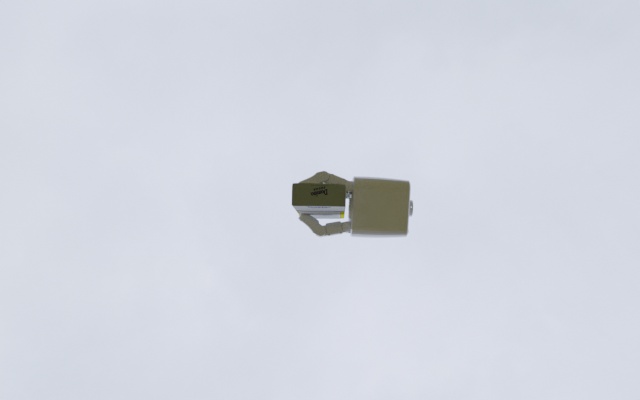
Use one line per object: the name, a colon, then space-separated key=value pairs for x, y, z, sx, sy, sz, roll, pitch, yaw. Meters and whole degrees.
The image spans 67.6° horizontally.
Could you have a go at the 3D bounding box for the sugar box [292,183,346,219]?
sugar box: x=0.000 y=0.002 z=0.881 sx=0.093 sy=0.048 sz=0.176 roll=1 pitch=-11 yaw=1
